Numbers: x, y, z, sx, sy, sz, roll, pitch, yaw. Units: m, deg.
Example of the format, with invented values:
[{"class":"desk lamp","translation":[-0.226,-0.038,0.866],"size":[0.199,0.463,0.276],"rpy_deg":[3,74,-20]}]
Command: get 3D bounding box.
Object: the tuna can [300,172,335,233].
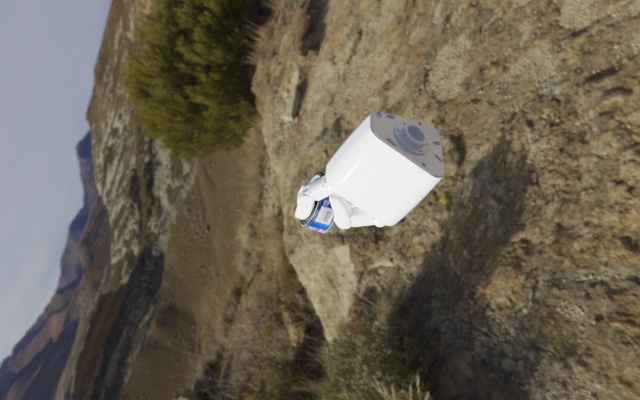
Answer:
[{"class":"tuna can","translation":[0.000,0.002,0.701],"size":[0.034,0.086,0.086],"rpy_deg":[17,-5,-18]}]
